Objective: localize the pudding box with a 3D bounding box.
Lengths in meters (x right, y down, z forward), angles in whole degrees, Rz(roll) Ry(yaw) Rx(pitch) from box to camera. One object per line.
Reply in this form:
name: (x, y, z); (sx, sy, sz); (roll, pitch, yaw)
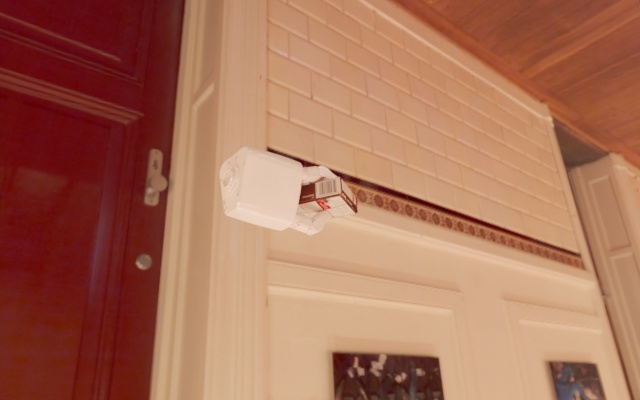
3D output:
pudding box: (0.000, 0.003, 0.860); (0.113, 0.039, 0.090); (-11, -26, 20)
